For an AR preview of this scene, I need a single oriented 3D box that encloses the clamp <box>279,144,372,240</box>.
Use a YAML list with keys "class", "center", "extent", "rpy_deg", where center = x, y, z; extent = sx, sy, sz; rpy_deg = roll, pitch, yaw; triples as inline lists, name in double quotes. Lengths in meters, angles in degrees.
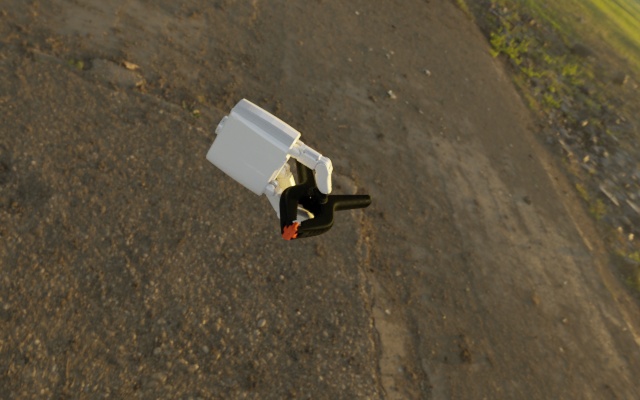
- class: "clamp"
  center: [0.000, 0.002, 0.778]
  extent: [0.164, 0.036, 0.209]
  rpy_deg: [33, 38, -6]
